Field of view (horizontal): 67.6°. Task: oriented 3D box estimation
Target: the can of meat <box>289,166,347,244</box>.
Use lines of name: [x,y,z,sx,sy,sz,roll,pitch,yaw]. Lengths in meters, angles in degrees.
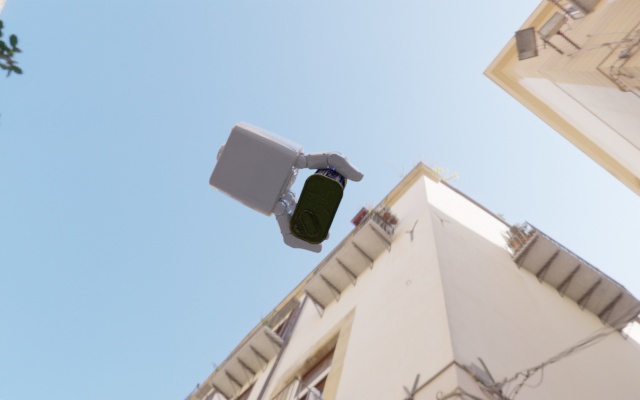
can of meat: [0.000,0.002,0.711,0.057,0.102,0.084,22,18,3]
